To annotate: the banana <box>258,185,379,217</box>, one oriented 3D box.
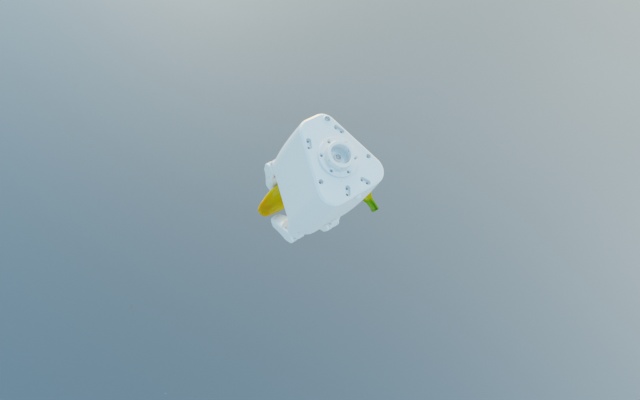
[{"bbox_3d":[0.000,-0.016,0.712,0.198,0.069,0.037,-2,-17,-24],"label":"banana"}]
